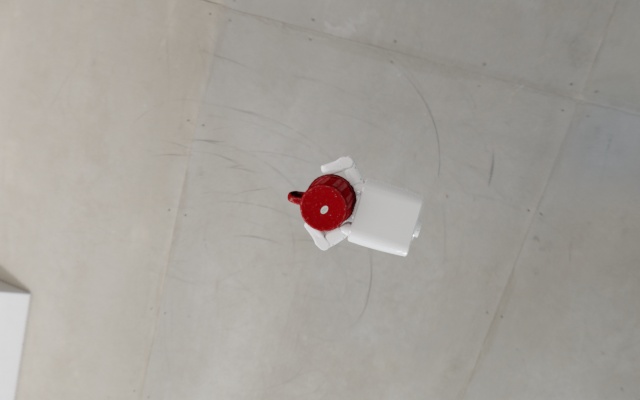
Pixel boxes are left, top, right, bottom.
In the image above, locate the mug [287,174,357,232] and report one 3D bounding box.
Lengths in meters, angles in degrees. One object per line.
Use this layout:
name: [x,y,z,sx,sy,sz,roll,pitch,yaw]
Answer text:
mug: [-0.001,0.002,0.822,0.117,0.093,0.081,14,13,8]
